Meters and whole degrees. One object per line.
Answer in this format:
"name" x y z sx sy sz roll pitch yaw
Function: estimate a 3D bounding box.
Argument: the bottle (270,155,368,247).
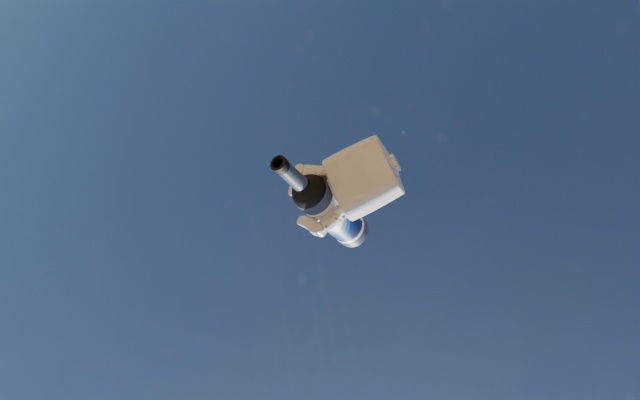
"bottle" 0.000 0.003 0.847 0.069 0.069 0.296 0 -24 30
